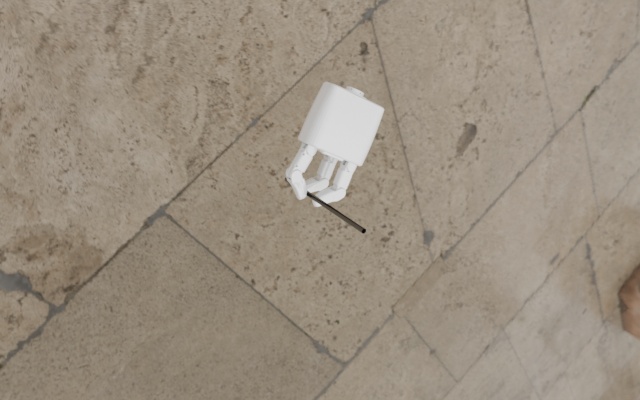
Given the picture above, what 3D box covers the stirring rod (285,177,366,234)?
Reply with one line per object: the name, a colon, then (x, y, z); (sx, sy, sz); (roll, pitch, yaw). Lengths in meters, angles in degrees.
stirring rod: (0.000, 0.002, 0.784); (0.011, 0.011, 0.239); (0, 20, -34)
